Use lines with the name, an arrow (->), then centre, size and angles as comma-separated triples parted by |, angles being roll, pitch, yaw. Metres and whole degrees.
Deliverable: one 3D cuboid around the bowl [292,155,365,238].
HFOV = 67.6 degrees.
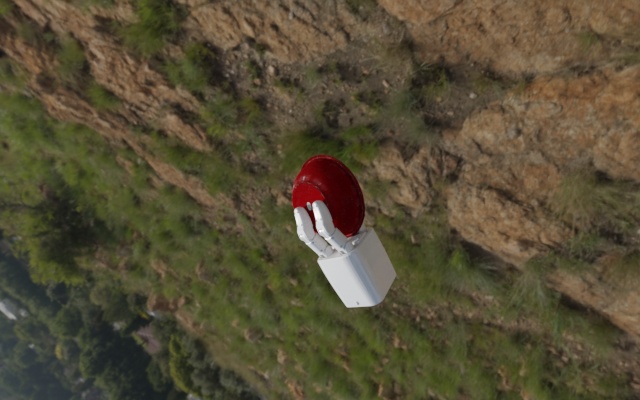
bowl -> -0.001, 0.002, 0.848 | 0.055, 0.162, 0.162 | -25, 17, -41
